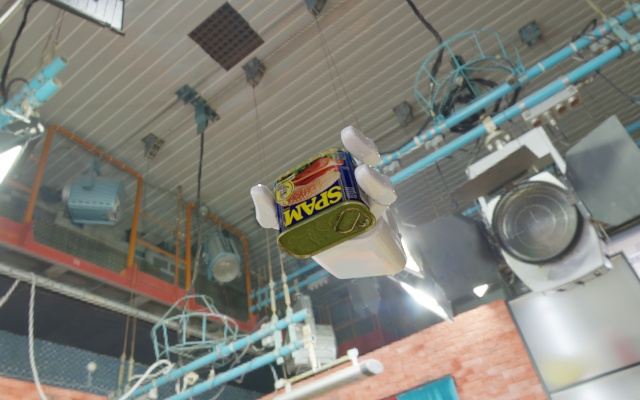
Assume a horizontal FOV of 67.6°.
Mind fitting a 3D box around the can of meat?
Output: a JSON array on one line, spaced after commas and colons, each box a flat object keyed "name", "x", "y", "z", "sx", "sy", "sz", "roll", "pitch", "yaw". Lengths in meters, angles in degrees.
[{"name": "can of meat", "x": 0.000, "y": 0.001, "z": 0.516, "sx": 0.102, "sy": 0.084, "sz": 0.057, "roll": -26, "pitch": -41, "yaw": 18}]
